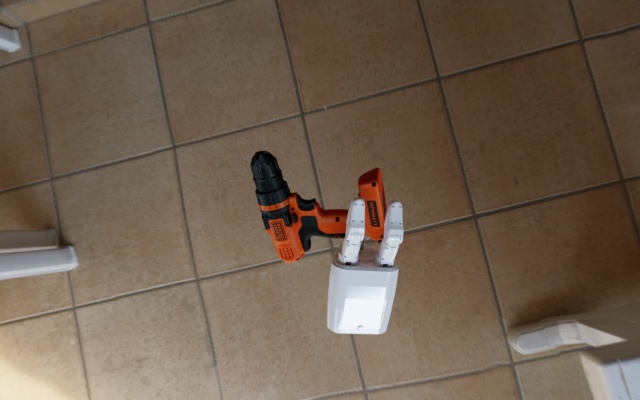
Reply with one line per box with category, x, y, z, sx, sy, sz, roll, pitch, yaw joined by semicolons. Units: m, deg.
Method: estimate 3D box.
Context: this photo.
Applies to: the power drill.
power drill;0.001;0.003;0.703;0.187;0.184;0.057;-7;28;16
